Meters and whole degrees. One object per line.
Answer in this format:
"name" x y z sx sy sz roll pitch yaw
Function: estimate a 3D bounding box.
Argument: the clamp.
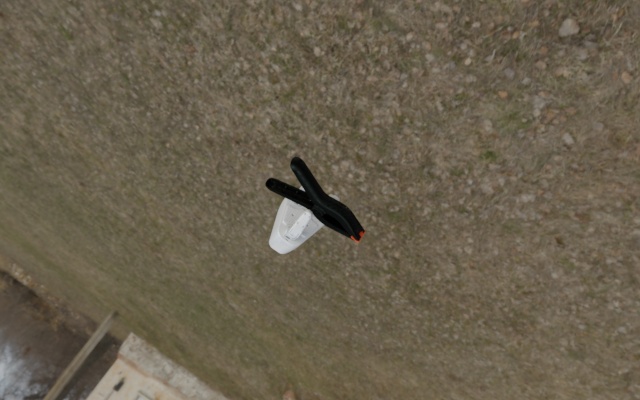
"clamp" 0.000 0.004 0.877 0.210 0.036 0.164 36 -22 -5
